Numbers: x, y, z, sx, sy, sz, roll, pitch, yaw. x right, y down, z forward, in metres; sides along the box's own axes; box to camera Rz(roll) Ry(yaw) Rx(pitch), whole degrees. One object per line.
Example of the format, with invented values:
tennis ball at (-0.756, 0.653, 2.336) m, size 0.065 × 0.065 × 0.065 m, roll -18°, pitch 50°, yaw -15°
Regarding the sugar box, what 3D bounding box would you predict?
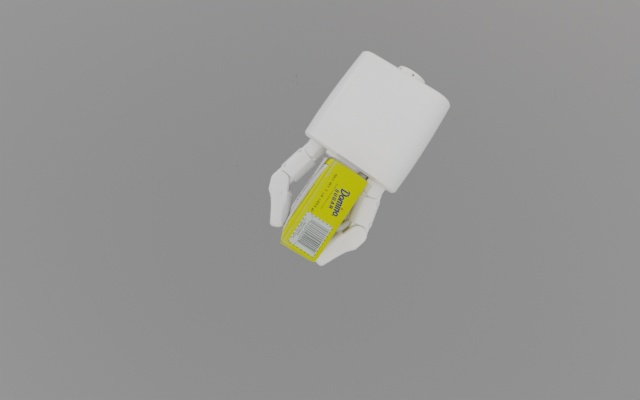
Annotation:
sugar box at (0.001, 0.002, 0.521) m, size 0.048 × 0.093 × 0.176 m, roll 34°, pitch 4°, yaw -3°
